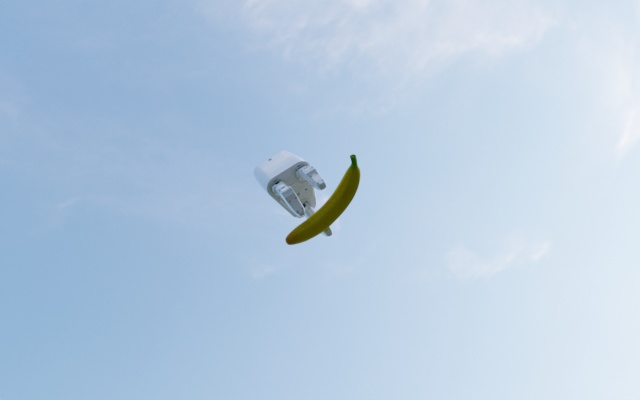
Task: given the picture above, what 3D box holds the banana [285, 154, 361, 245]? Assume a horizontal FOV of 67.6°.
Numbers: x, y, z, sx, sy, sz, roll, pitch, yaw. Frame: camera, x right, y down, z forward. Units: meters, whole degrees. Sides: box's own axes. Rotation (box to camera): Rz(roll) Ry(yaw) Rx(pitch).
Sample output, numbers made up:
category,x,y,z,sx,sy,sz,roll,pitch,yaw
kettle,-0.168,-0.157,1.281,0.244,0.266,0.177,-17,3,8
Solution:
category,x,y,z,sx,sy,sz,roll,pitch,yaw
banana,0.015,0.009,0.862,0.070,0.198,0.037,34,4,-37
